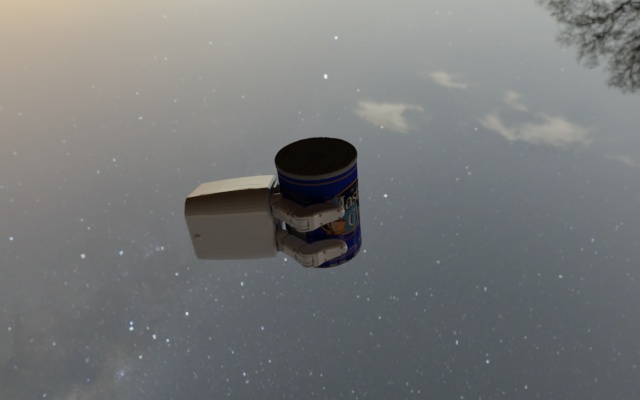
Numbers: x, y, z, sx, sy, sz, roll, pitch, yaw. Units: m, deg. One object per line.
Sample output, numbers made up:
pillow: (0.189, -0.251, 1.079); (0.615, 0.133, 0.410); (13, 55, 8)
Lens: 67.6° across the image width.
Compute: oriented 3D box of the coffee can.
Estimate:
coffee can: (0.000, 0.002, 0.625); (0.103, 0.140, 0.102); (-4, 32, 3)
